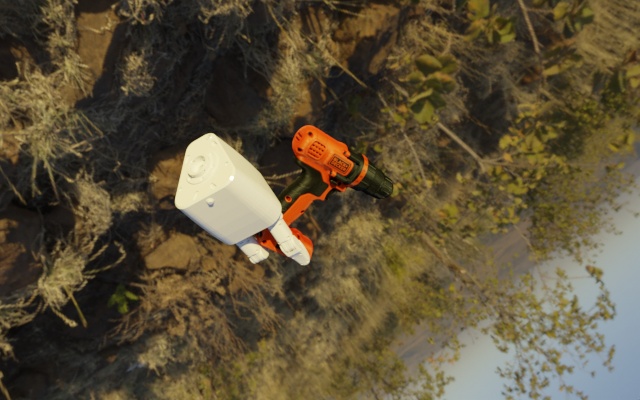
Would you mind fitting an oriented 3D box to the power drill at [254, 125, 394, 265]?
[{"bbox_3d":[0.000,0.003,0.714,0.184,0.188,0.057,29,12,-30],"label":"power drill"}]
